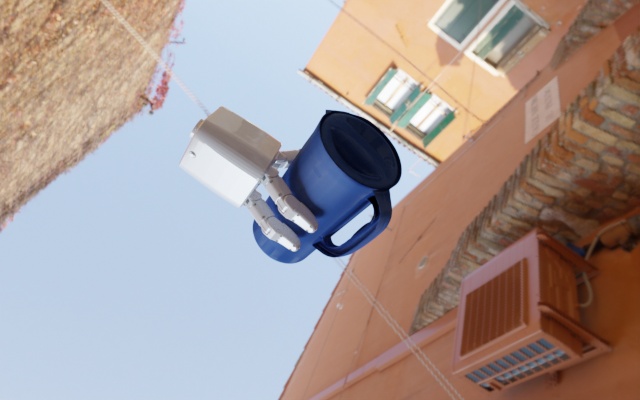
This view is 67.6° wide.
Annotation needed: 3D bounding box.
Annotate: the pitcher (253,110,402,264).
[{"bbox_3d":[0.000,0.002,0.698,0.145,0.149,0.243,33,-48,-11],"label":"pitcher"}]
